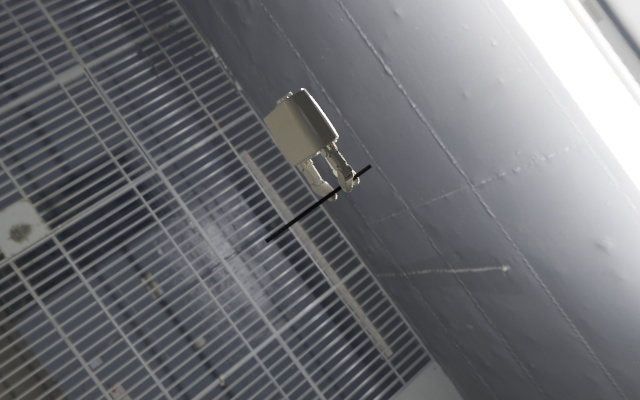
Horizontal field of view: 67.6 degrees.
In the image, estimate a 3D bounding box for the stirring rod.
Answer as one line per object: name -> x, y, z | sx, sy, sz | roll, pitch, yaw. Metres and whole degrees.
stirring rod -> 0.000, 0.003, 0.853 | 0.239, 0.011, 0.011 | -36, 12, -18
